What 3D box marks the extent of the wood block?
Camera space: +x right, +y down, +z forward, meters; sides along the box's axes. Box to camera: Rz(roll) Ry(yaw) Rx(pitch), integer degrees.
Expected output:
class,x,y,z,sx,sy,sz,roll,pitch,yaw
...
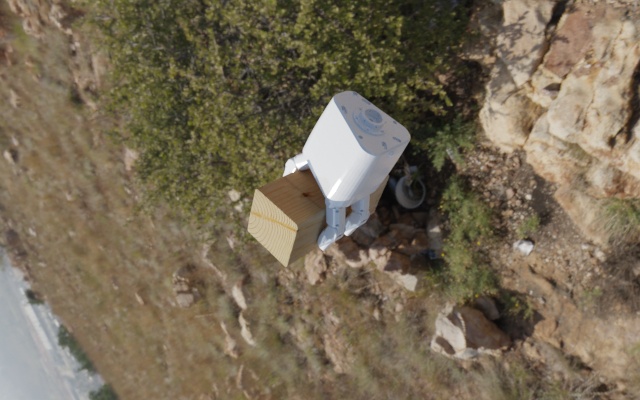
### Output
class,x,y,z,sx,sy,sz,roll,pitch,yaw
wood block,0.000,0.002,0.738,0.090,0.090,0.206,40,45,24
